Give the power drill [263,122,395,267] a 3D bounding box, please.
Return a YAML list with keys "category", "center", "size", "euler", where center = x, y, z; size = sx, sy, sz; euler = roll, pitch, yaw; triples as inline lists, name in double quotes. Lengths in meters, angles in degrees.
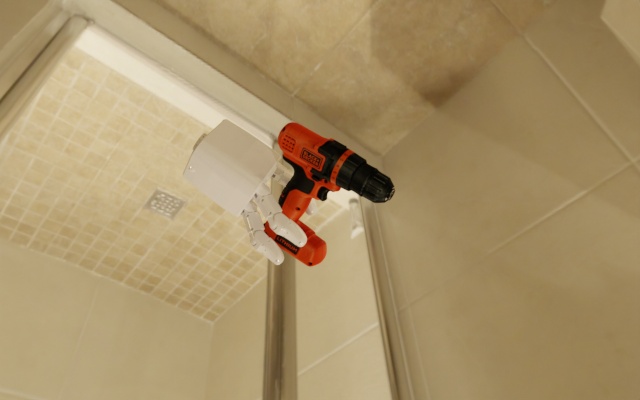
- category: "power drill"
  center: [0.000, 0.003, 0.695]
  size: [0.184, 0.188, 0.057]
  euler: [33, 31, 19]
